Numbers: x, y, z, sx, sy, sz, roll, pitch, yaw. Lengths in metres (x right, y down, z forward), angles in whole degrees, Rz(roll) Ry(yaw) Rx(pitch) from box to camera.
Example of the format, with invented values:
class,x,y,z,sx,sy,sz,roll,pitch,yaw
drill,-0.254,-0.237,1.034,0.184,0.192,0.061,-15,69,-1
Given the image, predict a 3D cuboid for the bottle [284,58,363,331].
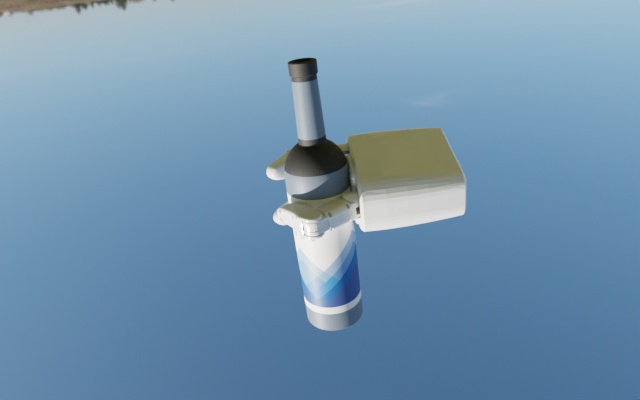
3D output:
class,x,y,z,sx,sy,sz,roll,pitch,yaw
bottle,0.000,0.002,0.506,0.069,0.296,0.069,-6,26,3
